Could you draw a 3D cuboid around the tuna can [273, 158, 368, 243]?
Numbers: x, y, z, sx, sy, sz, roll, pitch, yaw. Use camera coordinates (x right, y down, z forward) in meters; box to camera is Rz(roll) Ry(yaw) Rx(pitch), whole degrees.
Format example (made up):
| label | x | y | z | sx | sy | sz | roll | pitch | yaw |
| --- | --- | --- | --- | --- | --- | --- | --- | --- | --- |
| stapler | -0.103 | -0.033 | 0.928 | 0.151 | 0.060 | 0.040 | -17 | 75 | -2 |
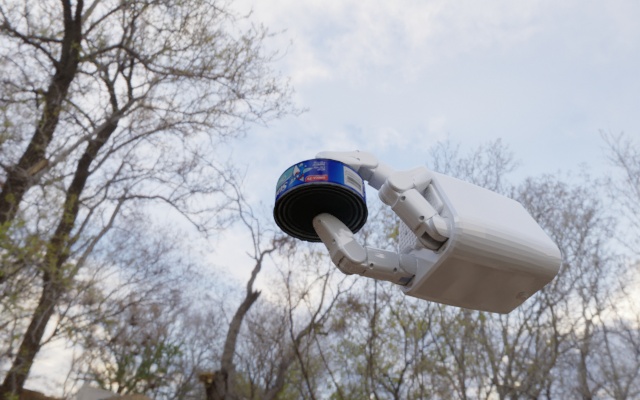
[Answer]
| label | x | y | z | sx | sy | sz | roll | pitch | yaw |
| --- | --- | --- | --- | --- | --- | --- | --- | --- | --- |
| tuna can | 0.000 | 0.001 | 0.439 | 0.086 | 0.033 | 0.086 | 0 | -40 | 0 |
